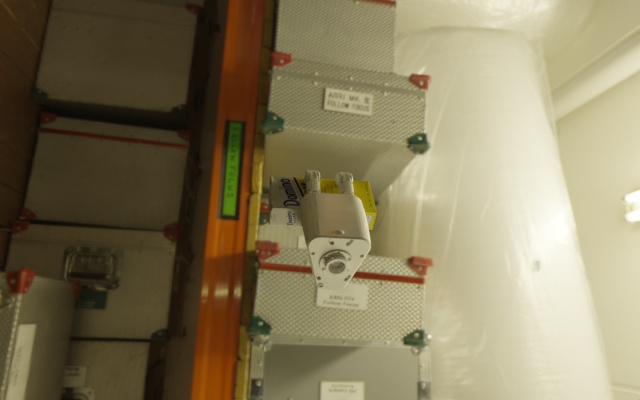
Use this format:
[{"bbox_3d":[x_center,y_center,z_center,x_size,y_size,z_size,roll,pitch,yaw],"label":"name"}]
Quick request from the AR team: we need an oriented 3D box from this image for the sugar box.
[{"bbox_3d":[0.000,0.002,0.815,0.176,0.048,0.093,4,36,-10],"label":"sugar box"}]
